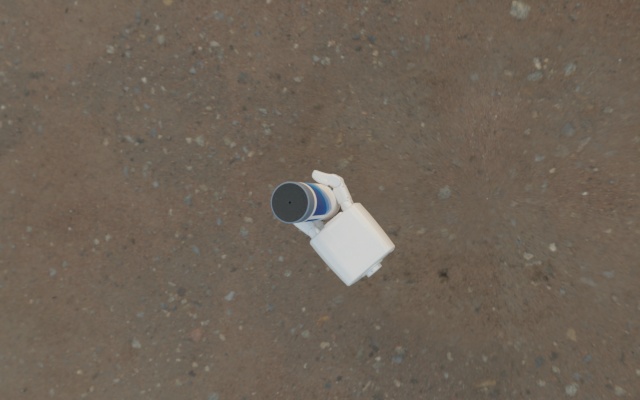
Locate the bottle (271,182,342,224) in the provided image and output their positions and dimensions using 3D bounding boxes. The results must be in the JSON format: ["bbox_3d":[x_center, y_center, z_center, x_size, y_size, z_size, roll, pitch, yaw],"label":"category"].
[{"bbox_3d":[0.000,0.003,0.888,0.069,0.069,0.296,0,0,19],"label":"bottle"}]
